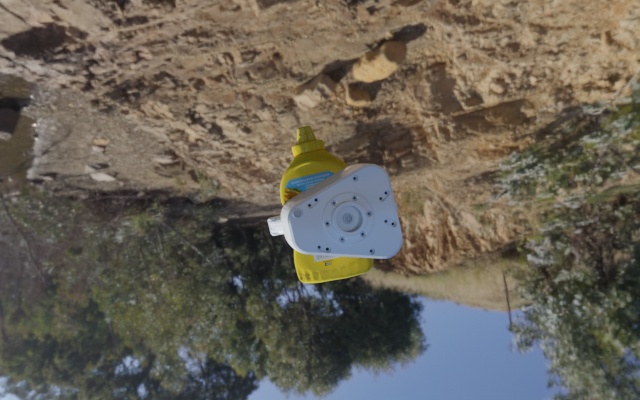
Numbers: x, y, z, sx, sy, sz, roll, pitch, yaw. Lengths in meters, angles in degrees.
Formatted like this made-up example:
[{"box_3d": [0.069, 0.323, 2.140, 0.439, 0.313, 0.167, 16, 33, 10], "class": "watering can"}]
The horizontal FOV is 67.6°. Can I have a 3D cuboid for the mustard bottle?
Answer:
[{"box_3d": [0.000, 0.002, 0.598, 0.096, 0.191, 0.058, -12, 2, 18], "class": "mustard bottle"}]
